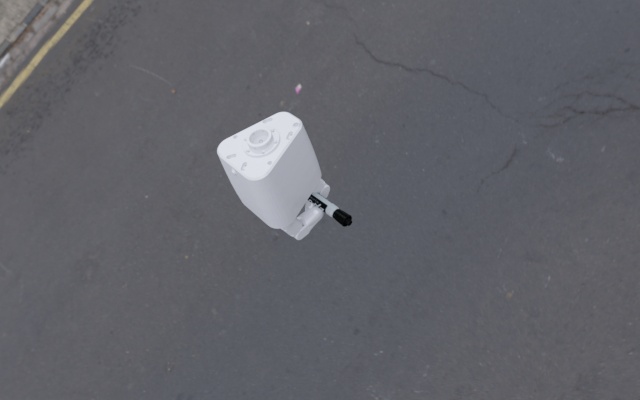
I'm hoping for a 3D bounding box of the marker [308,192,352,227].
[{"bbox_3d":[0.000,0.002,0.701,0.121,0.020,0.020,36,21,32],"label":"marker"}]
